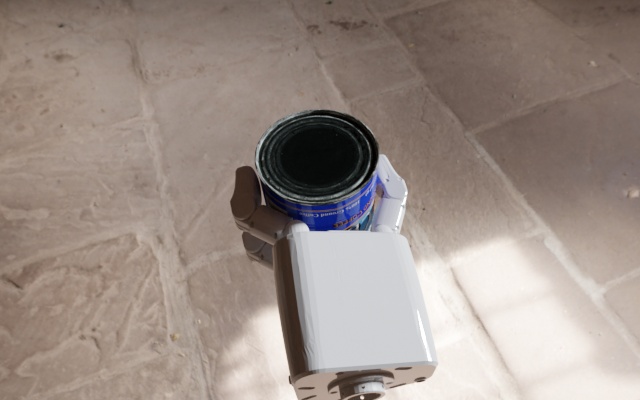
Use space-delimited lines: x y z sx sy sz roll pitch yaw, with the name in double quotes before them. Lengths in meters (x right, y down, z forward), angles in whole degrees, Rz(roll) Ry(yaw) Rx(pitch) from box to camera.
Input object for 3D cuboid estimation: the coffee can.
"coffee can" 0.000 0.001 0.445 0.103 0.102 0.140 0 -35 3
